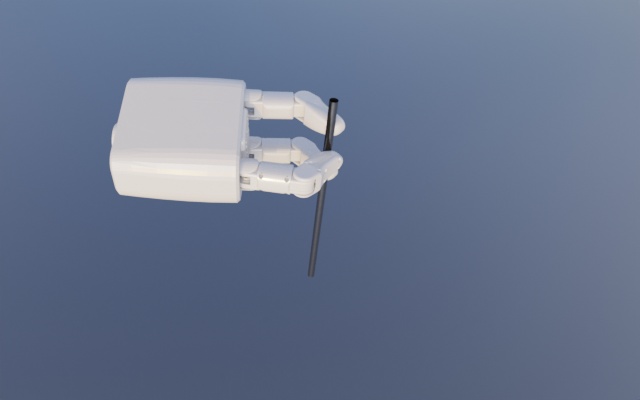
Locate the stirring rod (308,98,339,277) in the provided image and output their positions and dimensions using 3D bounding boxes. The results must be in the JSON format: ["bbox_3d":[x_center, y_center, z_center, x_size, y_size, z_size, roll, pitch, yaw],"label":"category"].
[{"bbox_3d":[0.000,0.002,0.491,0.011,0.240,0.011,4,43,-4],"label":"stirring rod"}]
